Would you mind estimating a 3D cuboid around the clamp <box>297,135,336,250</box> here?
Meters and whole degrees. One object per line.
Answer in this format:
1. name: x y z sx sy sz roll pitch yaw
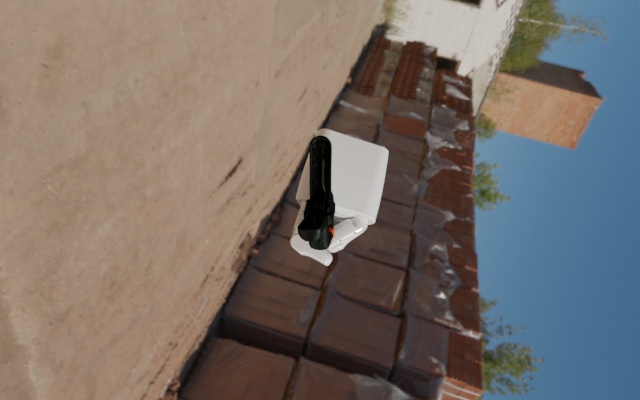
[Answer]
1. clamp: 0.001 0.002 0.571 0.039 0.120 0.171 11 -14 5
